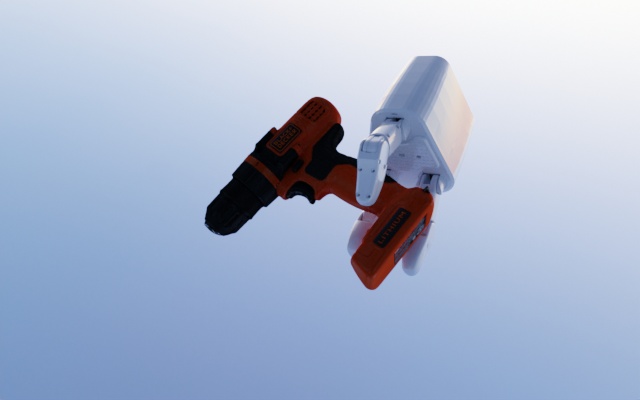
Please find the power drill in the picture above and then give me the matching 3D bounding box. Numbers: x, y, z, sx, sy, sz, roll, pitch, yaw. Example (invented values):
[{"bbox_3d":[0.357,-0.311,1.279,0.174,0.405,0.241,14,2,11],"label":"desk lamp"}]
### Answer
[{"bbox_3d":[0.001,0.002,0.472,0.187,0.184,0.057,37,-12,21],"label":"power drill"}]
